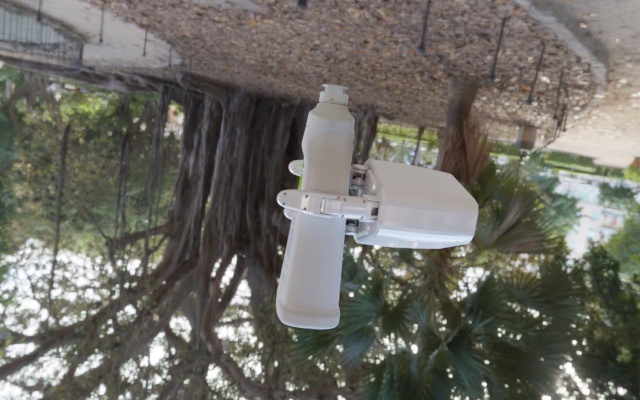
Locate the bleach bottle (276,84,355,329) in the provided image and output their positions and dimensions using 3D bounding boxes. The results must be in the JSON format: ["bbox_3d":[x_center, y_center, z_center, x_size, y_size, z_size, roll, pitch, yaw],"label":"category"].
[{"bbox_3d":[0.000,0.002,0.520,0.068,0.251,0.102,7,7,-9],"label":"bleach bottle"}]
